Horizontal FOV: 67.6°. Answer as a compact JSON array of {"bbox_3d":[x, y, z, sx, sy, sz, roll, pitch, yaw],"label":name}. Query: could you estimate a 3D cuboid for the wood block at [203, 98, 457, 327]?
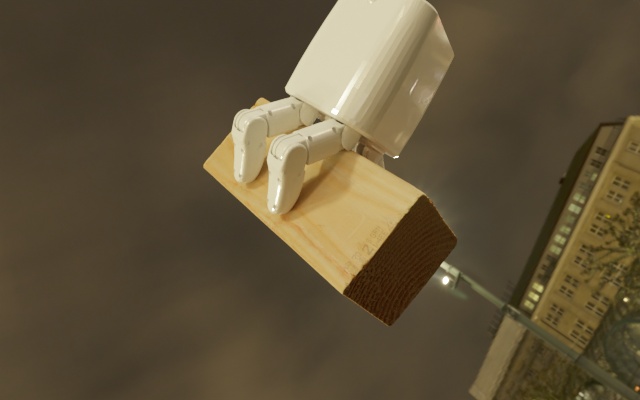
[{"bbox_3d":[0.000,0.001,0.413,0.206,0.090,0.091,37,-4,41],"label":"wood block"}]
